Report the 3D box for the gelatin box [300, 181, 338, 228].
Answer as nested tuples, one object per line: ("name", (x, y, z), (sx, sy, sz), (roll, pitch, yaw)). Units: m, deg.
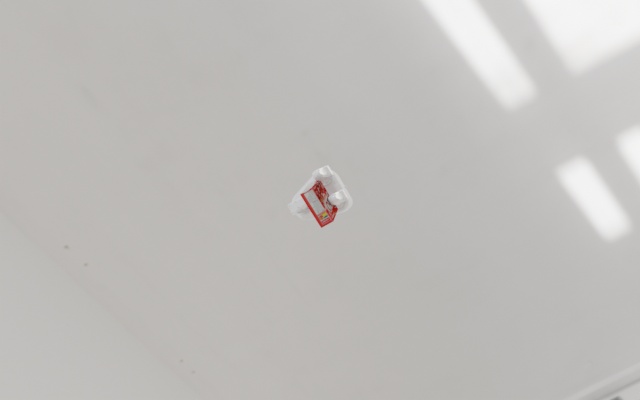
("gelatin box", (0.000, 0.003, 0.888), (0.030, 0.073, 0.089), (-30, 7, 14))
